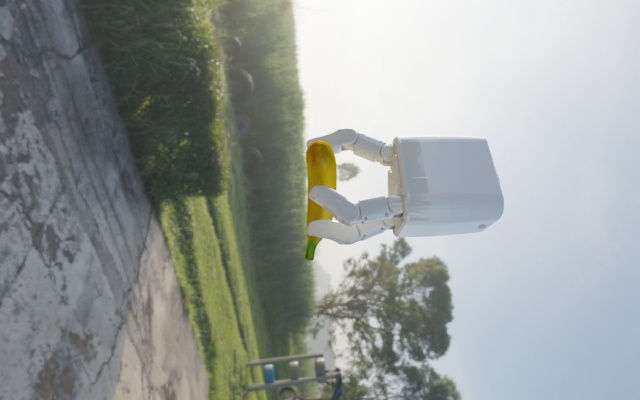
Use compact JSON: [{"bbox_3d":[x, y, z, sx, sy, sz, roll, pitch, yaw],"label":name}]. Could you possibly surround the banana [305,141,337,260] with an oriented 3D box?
[{"bbox_3d":[0.001,-0.010,0.572,0.037,0.069,0.198,3,-42,1],"label":"banana"}]
